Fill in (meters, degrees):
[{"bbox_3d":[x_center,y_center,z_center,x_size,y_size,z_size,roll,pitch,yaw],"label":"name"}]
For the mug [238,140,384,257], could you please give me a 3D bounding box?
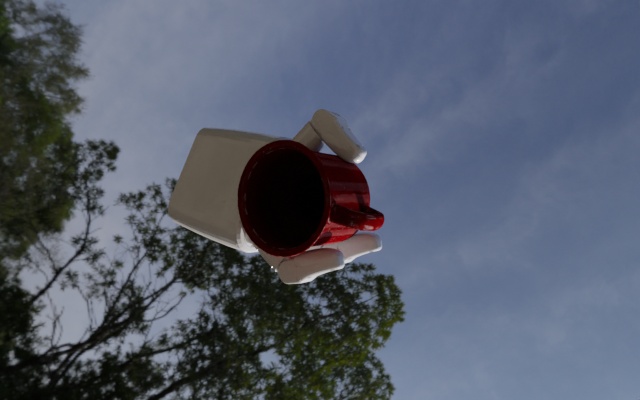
[{"bbox_3d":[0.001,0.002,0.404,0.117,0.093,0.081,16,8,32],"label":"mug"}]
